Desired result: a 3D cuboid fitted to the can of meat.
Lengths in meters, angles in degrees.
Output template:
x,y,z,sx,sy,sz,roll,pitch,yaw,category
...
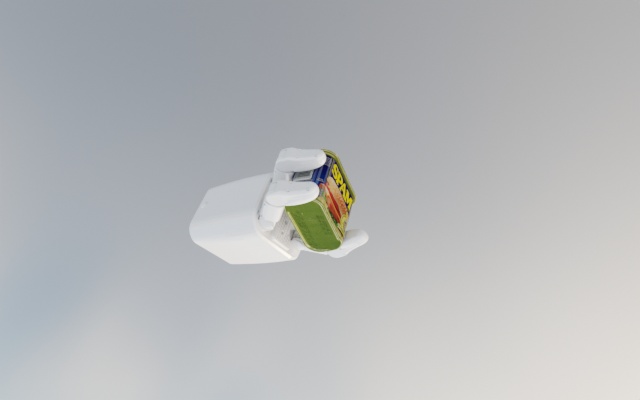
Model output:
x,y,z,sx,sy,sz,roll,pitch,yaw,category
0.000,0.002,0.596,0.057,0.084,0.102,-7,-48,24,can of meat
